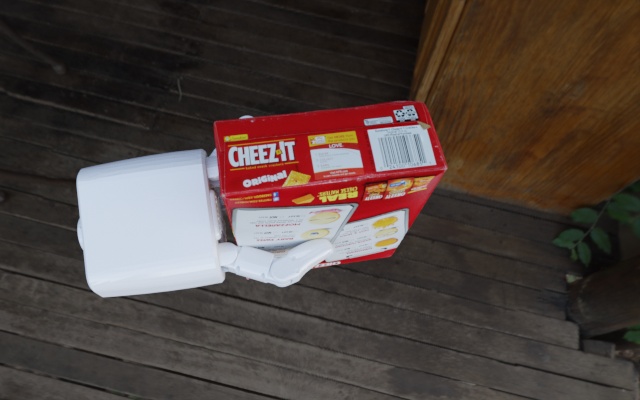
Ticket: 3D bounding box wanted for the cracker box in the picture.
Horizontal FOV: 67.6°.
[{"bbox_3d":[0.000,0.002,0.438,0.164,0.072,0.214,-8,-23,-7],"label":"cracker box"}]
